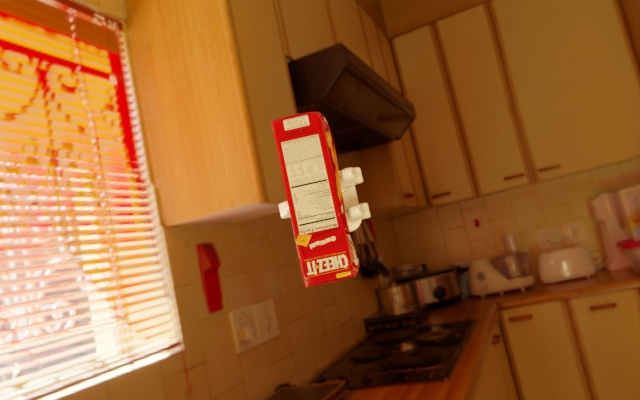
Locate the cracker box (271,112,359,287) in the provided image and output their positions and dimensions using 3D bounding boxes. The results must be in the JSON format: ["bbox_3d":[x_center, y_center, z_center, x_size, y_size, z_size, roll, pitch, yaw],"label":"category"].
[{"bbox_3d":[0.000,0.002,0.661,0.072,0.213,0.164,-13,-6,5],"label":"cracker box"}]
